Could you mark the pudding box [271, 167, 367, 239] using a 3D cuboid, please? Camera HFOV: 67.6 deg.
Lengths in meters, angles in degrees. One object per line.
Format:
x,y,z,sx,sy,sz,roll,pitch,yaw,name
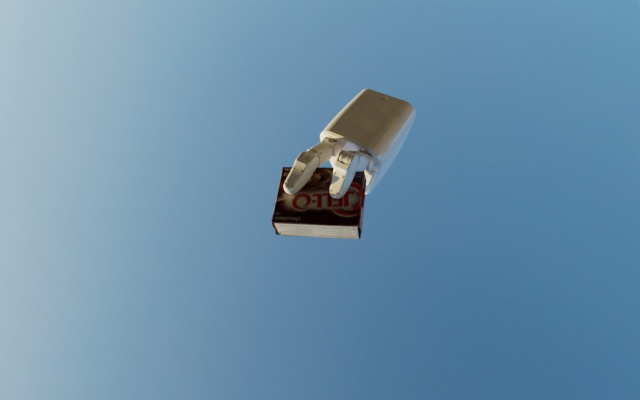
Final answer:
0.000,0.002,0.618,0.113,0.090,0.039,0,-36,11,pudding box
